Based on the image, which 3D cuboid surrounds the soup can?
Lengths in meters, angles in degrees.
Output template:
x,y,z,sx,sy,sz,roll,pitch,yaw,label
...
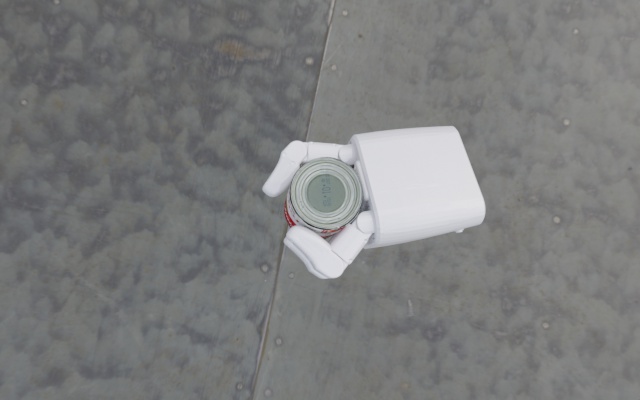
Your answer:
x,y,z,sx,sy,sz,roll,pitch,yaw,label
0.000,0.001,0.469,0.068,0.068,0.102,0,-9,-7,soup can
